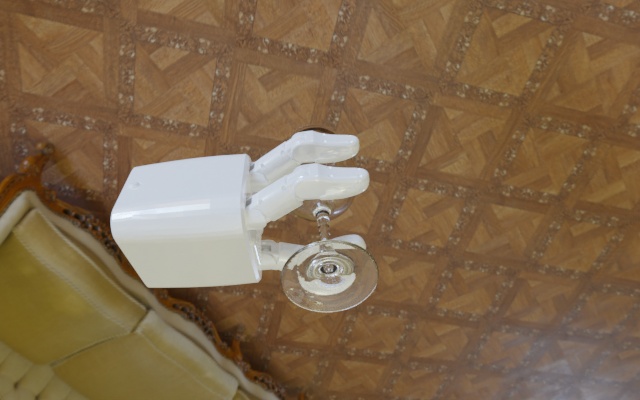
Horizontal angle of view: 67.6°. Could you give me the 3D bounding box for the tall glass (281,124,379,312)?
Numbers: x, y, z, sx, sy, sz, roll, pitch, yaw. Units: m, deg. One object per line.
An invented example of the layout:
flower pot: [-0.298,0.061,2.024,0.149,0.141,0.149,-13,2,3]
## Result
tall glass: [0.000,0.002,0.438,0.079,0.079,0.201,0,35,-4]
